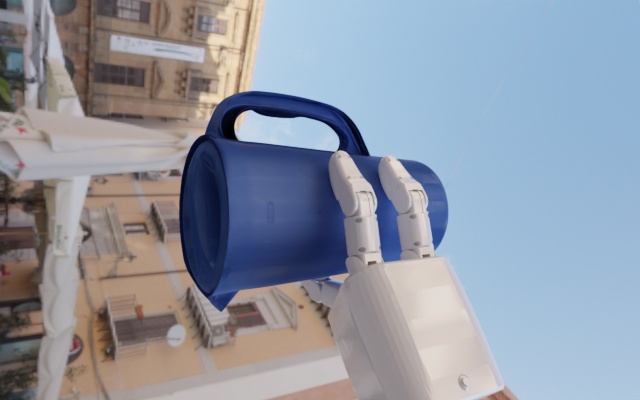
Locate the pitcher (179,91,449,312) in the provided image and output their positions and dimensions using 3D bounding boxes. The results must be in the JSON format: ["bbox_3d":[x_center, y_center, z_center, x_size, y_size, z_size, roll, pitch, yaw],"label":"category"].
[{"bbox_3d":[0.000,0.002,0.448,0.243,0.145,0.149,-1,-37,-31],"label":"pitcher"}]
